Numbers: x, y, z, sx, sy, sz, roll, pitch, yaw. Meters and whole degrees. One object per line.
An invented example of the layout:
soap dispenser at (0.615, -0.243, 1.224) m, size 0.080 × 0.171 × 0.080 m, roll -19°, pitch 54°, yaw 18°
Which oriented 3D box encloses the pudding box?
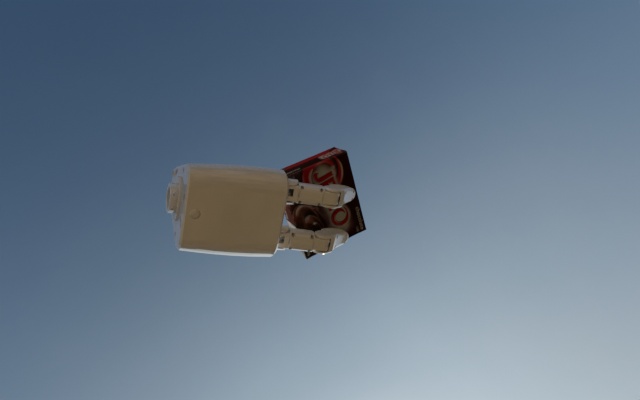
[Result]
pudding box at (0.000, 0.002, 0.588) m, size 0.090 × 0.113 × 0.039 m, roll -24°, pitch 27°, yaw -18°
